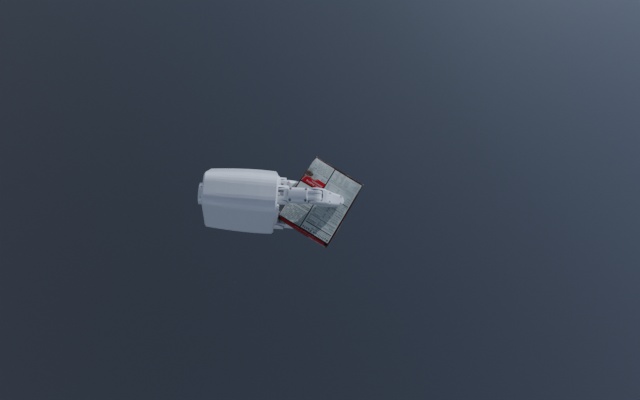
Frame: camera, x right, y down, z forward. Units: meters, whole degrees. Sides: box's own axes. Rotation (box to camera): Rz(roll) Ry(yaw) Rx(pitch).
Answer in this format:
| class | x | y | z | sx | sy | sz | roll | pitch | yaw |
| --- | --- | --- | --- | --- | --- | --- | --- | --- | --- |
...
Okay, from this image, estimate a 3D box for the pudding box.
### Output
| class | x | y | z | sx | sy | sz | roll | pitch | yaw |
| --- | --- | --- | --- | --- | --- | --- | --- | --- | --- |
| pudding box | 0.000 | 0.002 | 0.731 | 0.090 | 0.113 | 0.039 | 32 | -11 | 0 |
